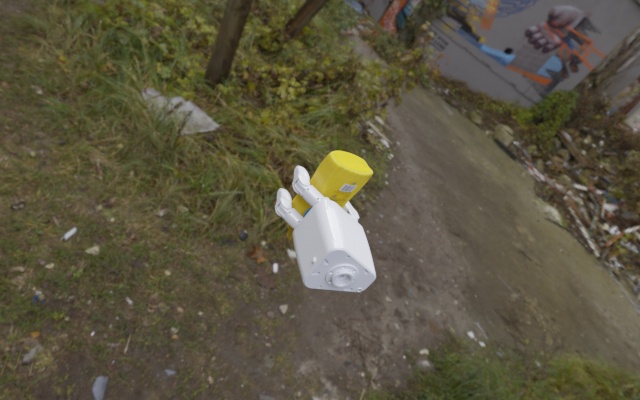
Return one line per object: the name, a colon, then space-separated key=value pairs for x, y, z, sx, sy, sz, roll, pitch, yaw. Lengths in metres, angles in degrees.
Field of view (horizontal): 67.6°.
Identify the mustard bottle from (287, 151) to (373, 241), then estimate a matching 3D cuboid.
mustard bottle: x=0.000 y=0.002 z=0.823 sx=0.096 sy=0.058 sz=0.192 roll=5 pitch=-47 yaw=-48
